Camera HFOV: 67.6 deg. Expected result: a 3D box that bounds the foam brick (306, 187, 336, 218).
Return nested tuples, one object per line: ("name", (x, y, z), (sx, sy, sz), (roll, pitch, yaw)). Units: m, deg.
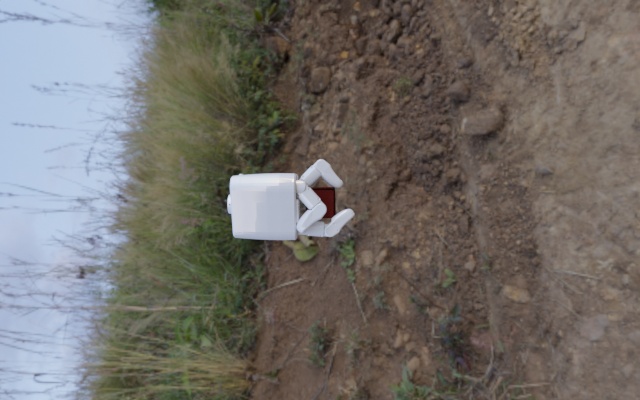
("foam brick", (0.000, 0.003, 0.842), (0.051, 0.053, 0.078), (-2, 2, 1))
